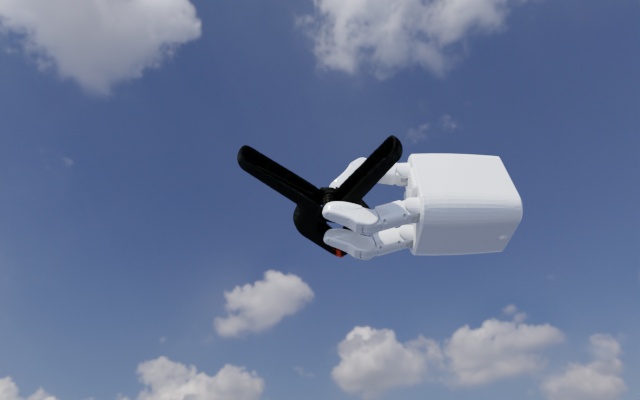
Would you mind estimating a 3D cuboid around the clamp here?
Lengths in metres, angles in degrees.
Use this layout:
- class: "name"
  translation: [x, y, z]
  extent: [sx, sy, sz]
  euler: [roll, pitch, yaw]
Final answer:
- class: "clamp"
  translation: [0.000, 0.001, 0.543]
  extent: [0.164, 0.036, 0.210]
  euler: [2, -35, 3]
